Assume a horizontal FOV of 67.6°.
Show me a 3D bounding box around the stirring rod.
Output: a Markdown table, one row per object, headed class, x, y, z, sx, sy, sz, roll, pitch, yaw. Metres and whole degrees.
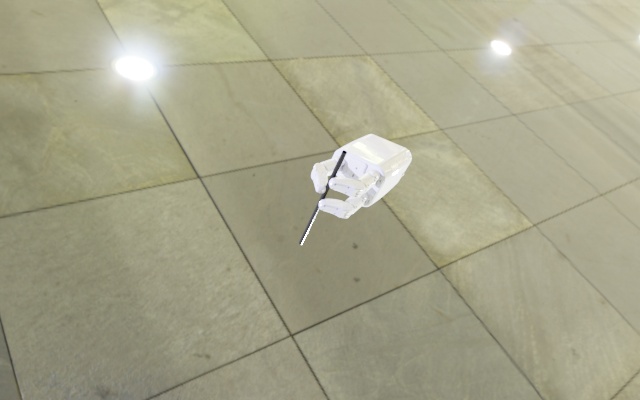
| class | x | y | z | sx | sy | sz | roll | pitch | yaw |
| --- | --- | --- | --- | --- | --- | --- | --- | --- | --- |
| stirring rod | 0.000 | 0.003 | 0.836 | 0.011 | 0.011 | 0.240 | 0 | -41 | -25 |
